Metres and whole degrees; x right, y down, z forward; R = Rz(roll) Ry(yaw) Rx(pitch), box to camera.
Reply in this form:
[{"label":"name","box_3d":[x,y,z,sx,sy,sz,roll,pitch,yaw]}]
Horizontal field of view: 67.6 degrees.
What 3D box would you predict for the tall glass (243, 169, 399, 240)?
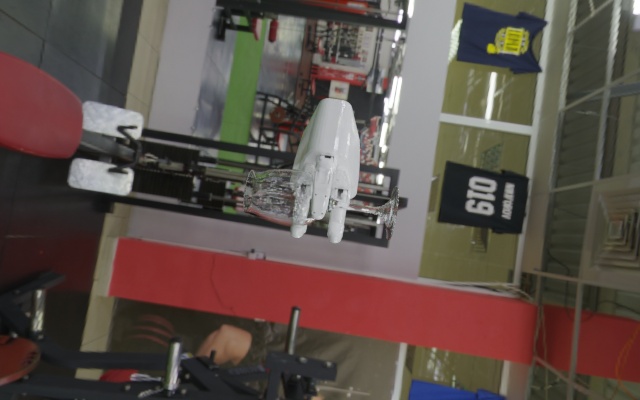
[{"label":"tall glass","box_3d":[0.001,0.002,0.651,0.201,0.079,0.079,8,0,1]}]
